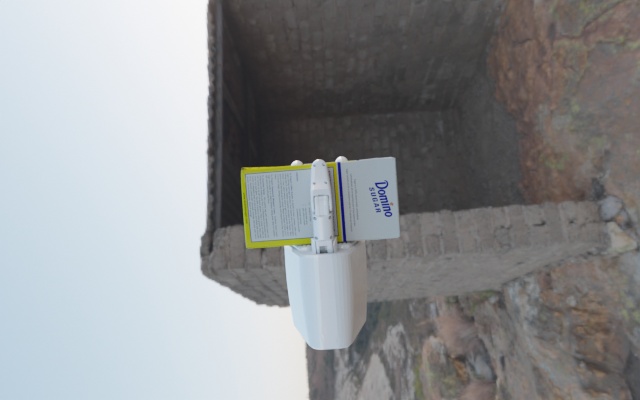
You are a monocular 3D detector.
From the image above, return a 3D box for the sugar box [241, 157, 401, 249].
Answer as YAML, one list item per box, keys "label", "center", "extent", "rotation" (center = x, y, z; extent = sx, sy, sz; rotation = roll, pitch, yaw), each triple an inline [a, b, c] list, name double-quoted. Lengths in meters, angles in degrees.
- label: "sugar box"
  center: [0.000, 0.002, 0.553]
  extent: [0.176, 0.093, 0.048]
  rotation: [-4, 5, 0]
